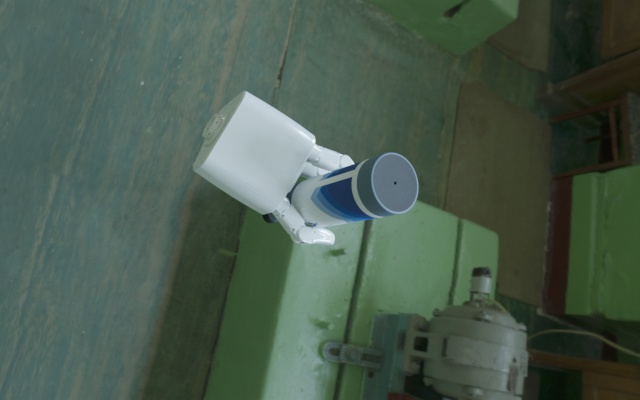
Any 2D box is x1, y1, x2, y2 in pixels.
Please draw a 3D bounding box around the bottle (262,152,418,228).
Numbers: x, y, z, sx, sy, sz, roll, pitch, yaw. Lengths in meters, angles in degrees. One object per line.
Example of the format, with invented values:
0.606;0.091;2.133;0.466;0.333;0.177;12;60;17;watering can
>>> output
0.000;0.002;0.625;0.069;0.069;0.296;0;-8;-33;bottle
